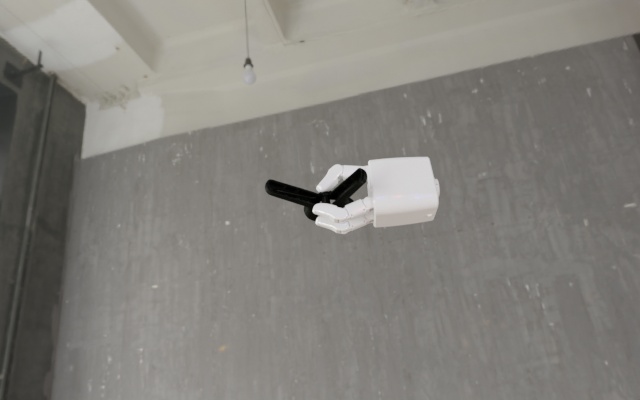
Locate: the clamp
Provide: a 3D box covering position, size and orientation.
[{"bbox_3d":[0.000,0.002,0.832,0.164,0.036,0.210,-3,-23,5],"label":"clamp"}]
